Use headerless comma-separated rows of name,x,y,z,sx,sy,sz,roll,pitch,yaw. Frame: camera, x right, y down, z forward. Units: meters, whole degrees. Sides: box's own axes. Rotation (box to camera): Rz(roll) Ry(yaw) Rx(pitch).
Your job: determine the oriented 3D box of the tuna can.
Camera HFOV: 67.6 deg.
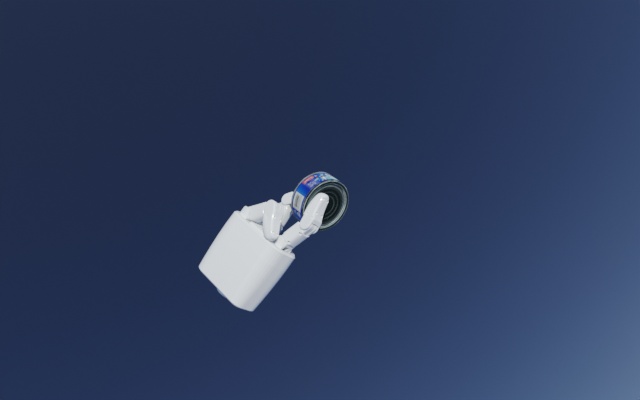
tuna can,0.000,0.003,0.721,0.086,0.086,0.033,0,23,-37
